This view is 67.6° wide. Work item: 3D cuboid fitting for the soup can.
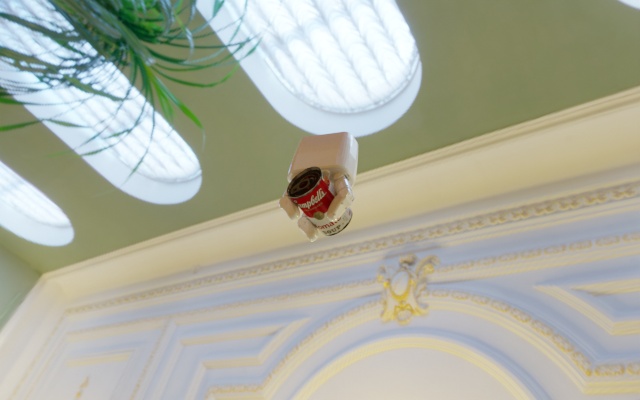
[{"bbox_3d":[0.000,0.003,0.796,0.068,0.068,0.102,0,-41,45],"label":"soup can"}]
